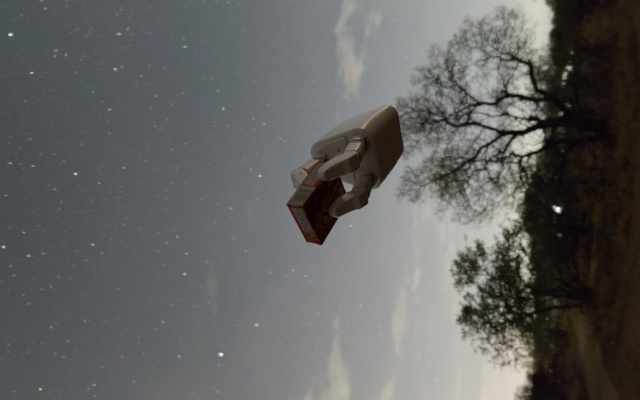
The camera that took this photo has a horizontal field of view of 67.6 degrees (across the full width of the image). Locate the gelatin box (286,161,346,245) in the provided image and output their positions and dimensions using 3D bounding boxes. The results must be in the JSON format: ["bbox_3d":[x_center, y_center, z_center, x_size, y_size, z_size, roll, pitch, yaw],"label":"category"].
[{"bbox_3d":[0.000,0.002,0.636,0.030,0.073,0.089,7,48,34],"label":"gelatin box"}]
